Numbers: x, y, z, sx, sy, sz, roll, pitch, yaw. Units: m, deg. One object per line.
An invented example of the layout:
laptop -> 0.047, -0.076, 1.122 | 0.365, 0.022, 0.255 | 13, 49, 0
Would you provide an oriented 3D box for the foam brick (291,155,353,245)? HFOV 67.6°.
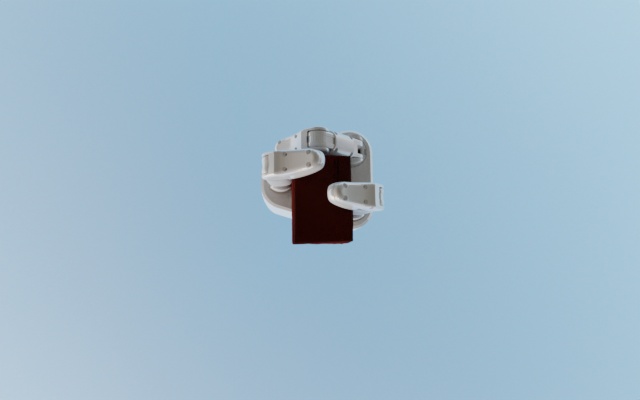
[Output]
foam brick -> 0.000, 0.002, 0.432 | 0.053, 0.078, 0.051 | 0, -8, -5
